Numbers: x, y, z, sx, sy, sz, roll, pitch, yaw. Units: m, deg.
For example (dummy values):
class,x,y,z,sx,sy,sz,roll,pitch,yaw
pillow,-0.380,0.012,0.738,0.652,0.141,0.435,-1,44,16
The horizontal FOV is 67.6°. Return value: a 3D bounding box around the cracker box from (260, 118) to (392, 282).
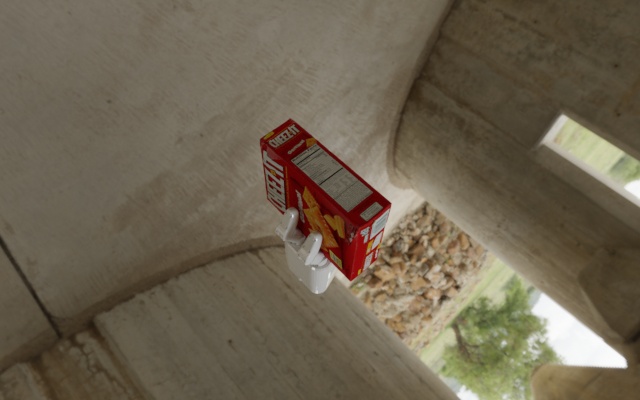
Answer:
class,x,y,z,sx,sy,sz,roll,pitch,yaw
cracker box,0.000,0.002,0.737,0.072,0.213,0.164,-37,-26,-24
